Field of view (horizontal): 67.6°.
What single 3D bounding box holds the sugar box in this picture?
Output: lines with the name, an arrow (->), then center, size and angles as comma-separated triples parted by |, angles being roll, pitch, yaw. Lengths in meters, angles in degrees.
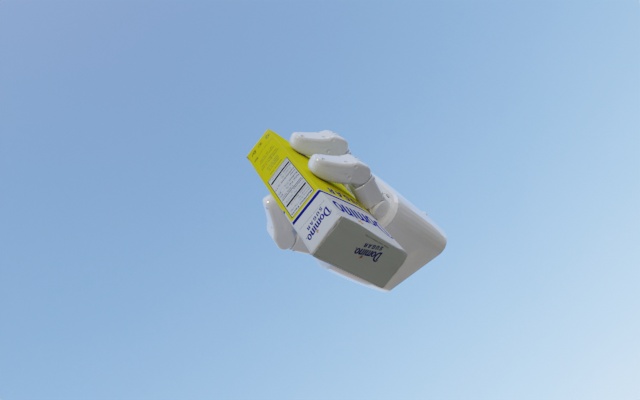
sugar box -> 0.000, 0.001, 0.450 | 0.093, 0.048, 0.176 | 30, 11, -39
